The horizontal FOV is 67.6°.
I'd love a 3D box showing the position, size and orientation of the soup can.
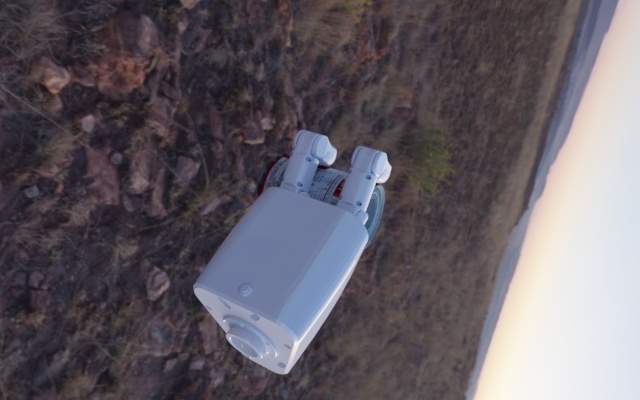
[{"bbox_3d":[0.001,0.001,0.444,0.102,0.068,0.068,19,7,23],"label":"soup can"}]
